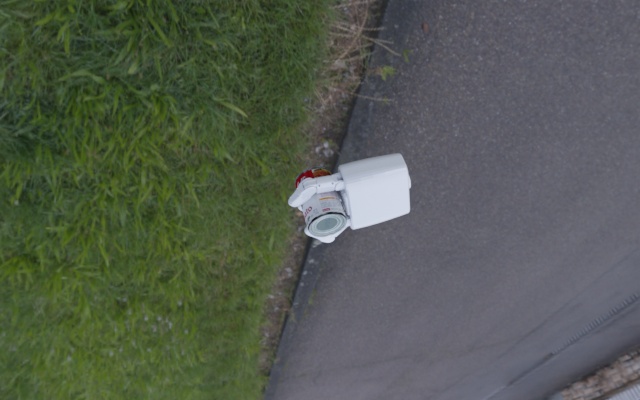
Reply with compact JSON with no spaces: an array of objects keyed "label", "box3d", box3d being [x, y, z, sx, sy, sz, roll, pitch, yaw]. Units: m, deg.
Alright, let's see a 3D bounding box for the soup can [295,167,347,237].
[{"label":"soup can","box3d":[0.000,0.003,0.810,0.068,0.102,0.069,-11,-36,-8]}]
